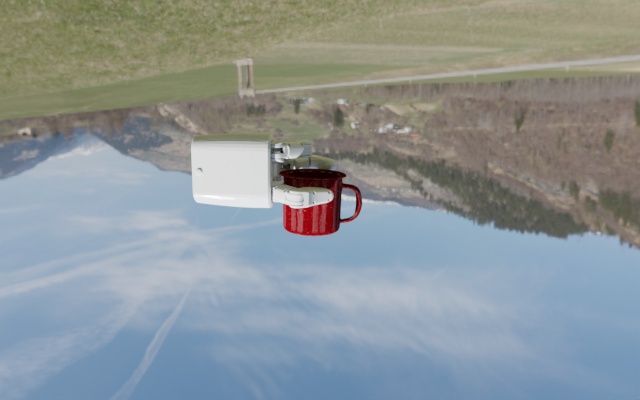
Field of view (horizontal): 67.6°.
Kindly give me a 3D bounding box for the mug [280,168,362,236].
[{"bbox_3d":[0.002,0.002,0.672,0.117,0.081,0.093,3,12,7],"label":"mug"}]
